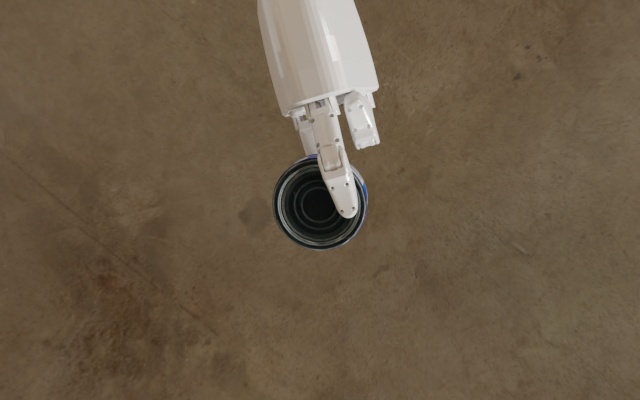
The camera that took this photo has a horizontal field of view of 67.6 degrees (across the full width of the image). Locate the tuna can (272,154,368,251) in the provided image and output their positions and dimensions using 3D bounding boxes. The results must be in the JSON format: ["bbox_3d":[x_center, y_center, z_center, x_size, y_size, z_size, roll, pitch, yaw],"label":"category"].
[{"bbox_3d":[0.000,0.002,0.434,0.086,0.086,0.033,0,11,6],"label":"tuna can"}]
